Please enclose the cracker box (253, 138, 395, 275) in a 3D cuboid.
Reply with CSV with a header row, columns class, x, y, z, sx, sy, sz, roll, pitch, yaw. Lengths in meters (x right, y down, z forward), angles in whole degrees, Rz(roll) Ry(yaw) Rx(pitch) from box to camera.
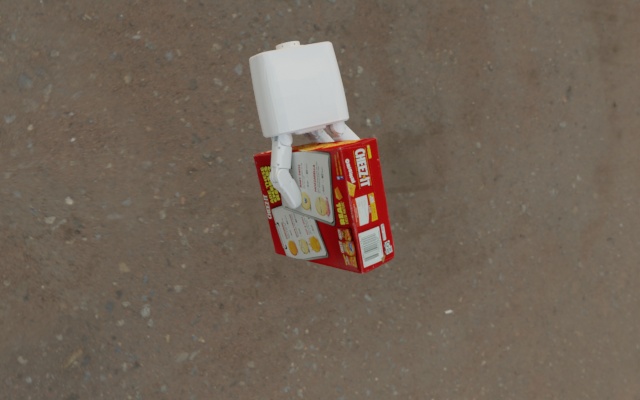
class,x,y,z,sx,sy,sz,roll,pitch,yaw
cracker box,0.000,0.002,0.679,0.072,0.164,0.213,-19,13,-34
